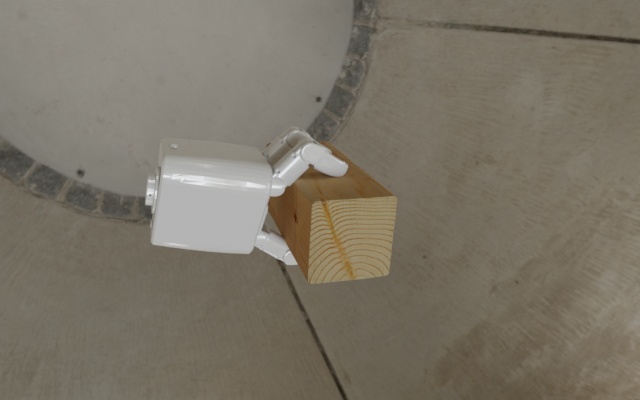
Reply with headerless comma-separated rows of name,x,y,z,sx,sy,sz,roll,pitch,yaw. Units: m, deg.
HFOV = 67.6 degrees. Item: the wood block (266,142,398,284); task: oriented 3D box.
wood block,0.000,0.002,0.554,0.090,0.091,0.206,-4,23,-18
